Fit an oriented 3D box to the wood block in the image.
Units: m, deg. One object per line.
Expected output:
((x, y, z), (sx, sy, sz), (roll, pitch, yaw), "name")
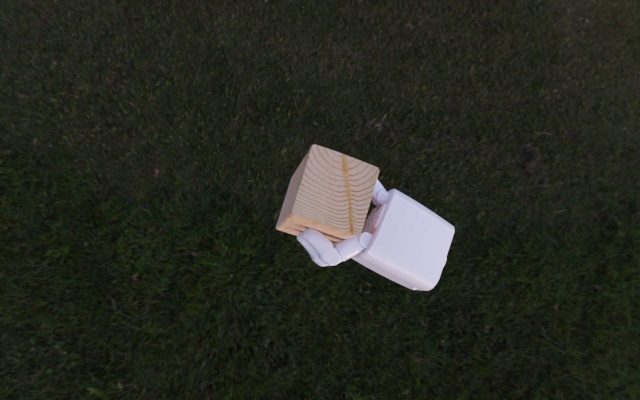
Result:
((0.001, 0.002, 0.666), (0.090, 0.091, 0.206), (19, -12, -7), "wood block")
